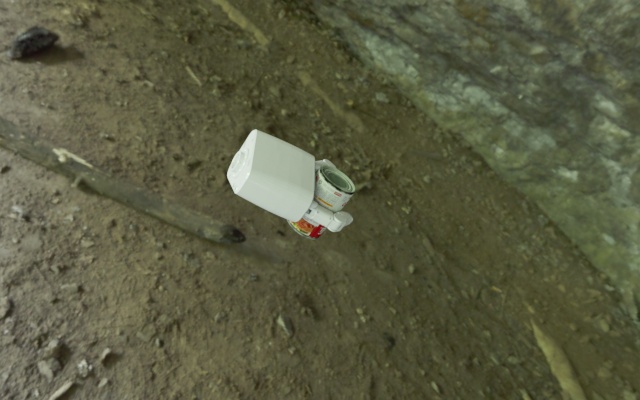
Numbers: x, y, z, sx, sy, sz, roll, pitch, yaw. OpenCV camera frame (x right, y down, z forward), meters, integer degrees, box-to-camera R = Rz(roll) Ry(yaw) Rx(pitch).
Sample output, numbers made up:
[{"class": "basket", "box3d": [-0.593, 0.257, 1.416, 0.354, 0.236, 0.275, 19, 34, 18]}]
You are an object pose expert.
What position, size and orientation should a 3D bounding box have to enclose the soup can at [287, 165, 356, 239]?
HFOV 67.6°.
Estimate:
[{"class": "soup can", "box3d": [0.001, 0.003, 0.760, 0.068, 0.102, 0.068, 30, 25, -16]}]
